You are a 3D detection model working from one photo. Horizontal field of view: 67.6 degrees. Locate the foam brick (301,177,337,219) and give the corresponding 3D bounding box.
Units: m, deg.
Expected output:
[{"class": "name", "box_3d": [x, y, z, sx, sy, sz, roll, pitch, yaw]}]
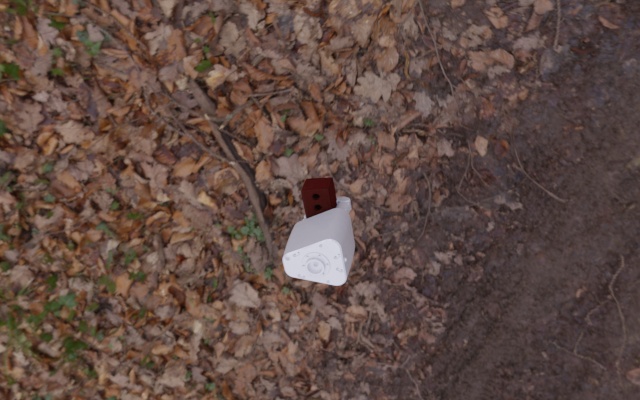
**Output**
[{"class": "foam brick", "box_3d": [0.000, 0.003, 0.881, 0.053, 0.078, 0.051, -5, 25, 14]}]
